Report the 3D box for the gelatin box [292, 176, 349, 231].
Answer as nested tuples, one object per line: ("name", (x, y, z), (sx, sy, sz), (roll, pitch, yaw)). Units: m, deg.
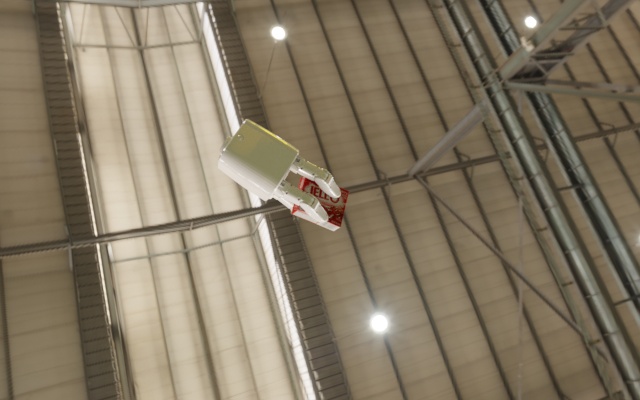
("gelatin box", (0.000, 0.003, 0.837), (0.089, 0.073, 0.030), (23, -27, -18))
